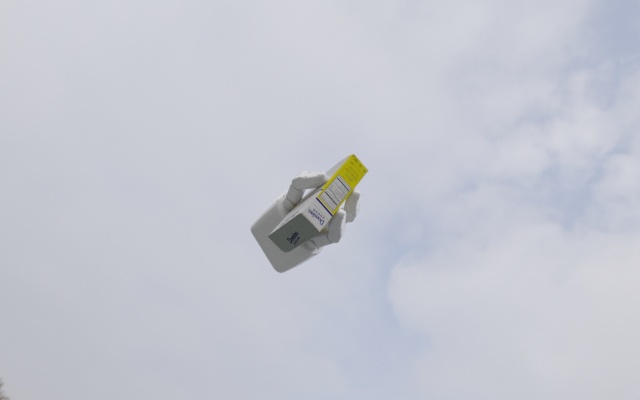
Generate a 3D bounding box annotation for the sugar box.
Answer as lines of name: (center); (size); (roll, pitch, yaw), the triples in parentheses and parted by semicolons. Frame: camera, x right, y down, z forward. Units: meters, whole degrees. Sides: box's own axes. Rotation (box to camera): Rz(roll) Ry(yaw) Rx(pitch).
sugar box: (0.000, 0.003, 0.744); (0.093, 0.048, 0.176); (-35, 13, 45)
